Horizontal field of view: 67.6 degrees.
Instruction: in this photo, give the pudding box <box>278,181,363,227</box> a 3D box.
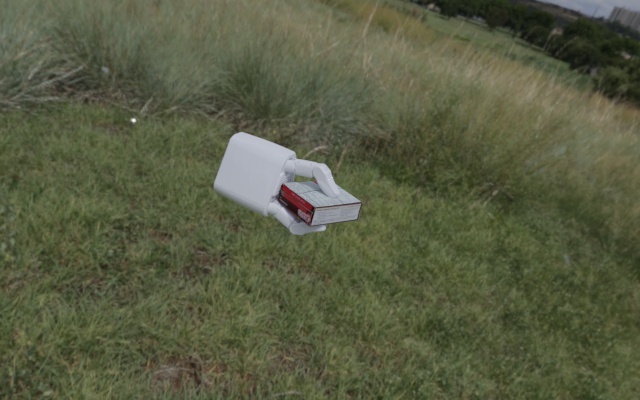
[{"bbox_3d":[0.000,0.002,0.790,0.113,0.039,0.090,-7,33,-41],"label":"pudding box"}]
